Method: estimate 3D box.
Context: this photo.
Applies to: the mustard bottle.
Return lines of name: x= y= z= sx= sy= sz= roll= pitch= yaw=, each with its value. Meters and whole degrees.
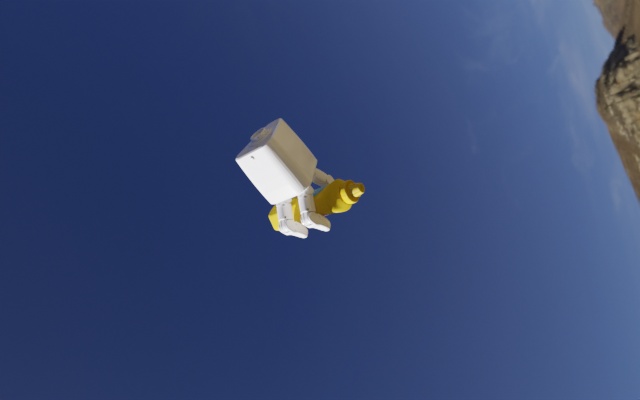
mustard bottle: x=0.000 y=0.003 z=0.871 sx=0.192 sy=0.058 sz=0.096 roll=-20 pitch=4 yaw=39
